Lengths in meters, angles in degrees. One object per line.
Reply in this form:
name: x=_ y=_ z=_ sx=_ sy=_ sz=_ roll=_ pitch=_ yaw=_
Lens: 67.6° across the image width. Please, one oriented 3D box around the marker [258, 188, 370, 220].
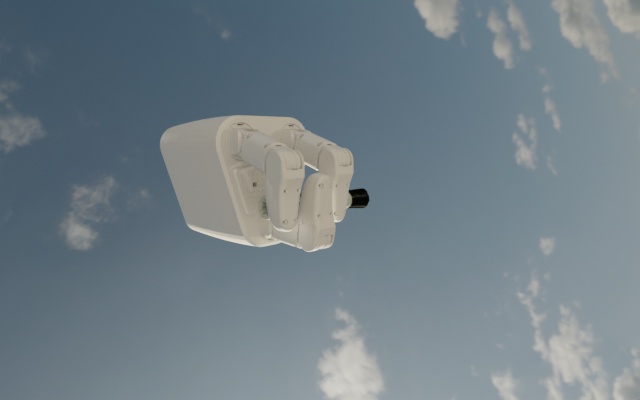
marker: x=0.000 y=0.001 z=0.408 sx=0.020 sy=0.020 sz=0.121 roll=0 pitch=4 yaw=45
